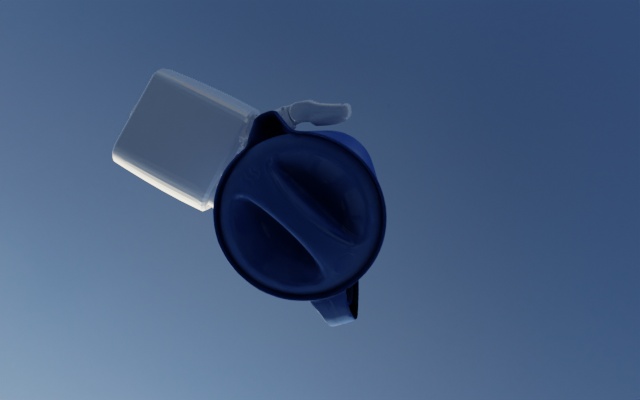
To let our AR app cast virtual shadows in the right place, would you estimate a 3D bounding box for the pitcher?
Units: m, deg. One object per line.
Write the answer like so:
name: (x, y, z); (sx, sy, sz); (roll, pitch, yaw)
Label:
pitcher: (0.000, 0.001, 0.472); (0.145, 0.149, 0.242); (25, 14, 2)
